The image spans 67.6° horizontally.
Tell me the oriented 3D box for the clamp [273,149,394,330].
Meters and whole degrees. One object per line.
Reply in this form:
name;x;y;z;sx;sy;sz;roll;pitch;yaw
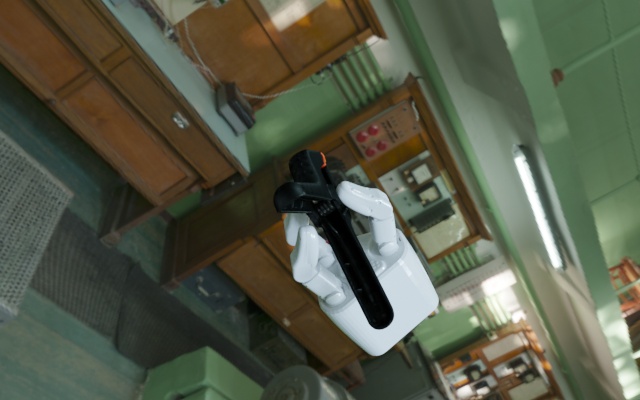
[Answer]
clamp;0.001;0.001;0.452;0.036;0.165;0.209;-30;36;10
